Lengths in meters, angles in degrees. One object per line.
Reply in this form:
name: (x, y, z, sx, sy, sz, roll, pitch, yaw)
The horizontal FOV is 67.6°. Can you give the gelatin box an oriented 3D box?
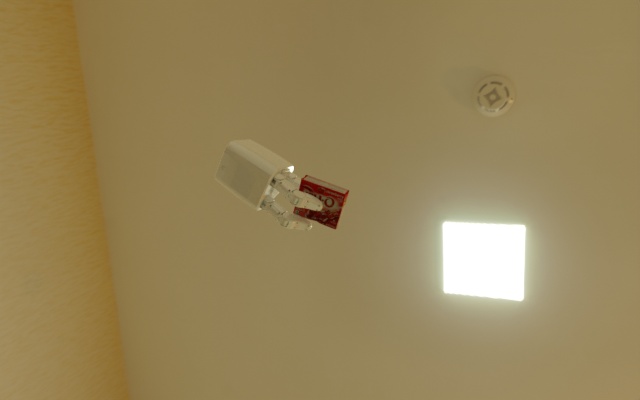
gelatin box: (0.001, 0.003, 0.874, 0.089, 0.073, 0.030, 20, 24, 11)
